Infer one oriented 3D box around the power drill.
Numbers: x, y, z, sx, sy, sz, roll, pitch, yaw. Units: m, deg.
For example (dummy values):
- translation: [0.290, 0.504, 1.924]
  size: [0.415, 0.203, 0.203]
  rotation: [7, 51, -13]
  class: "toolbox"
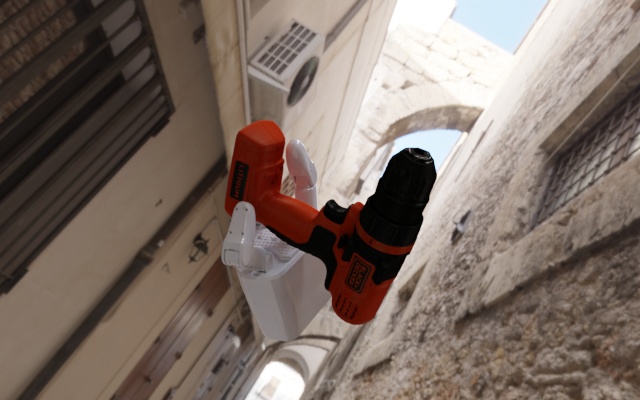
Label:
- translation: [0.000, 0.001, 0.434]
  size: [0.187, 0.184, 0.057]
  rotation: [35, 36, 24]
  class: "power drill"
